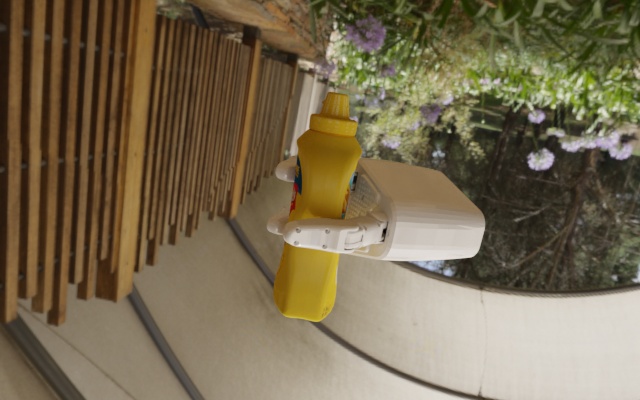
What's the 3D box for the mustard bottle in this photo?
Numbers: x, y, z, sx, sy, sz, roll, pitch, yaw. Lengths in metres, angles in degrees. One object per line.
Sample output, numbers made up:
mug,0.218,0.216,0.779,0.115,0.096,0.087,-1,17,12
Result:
mustard bottle,0.000,0.002,0.425,0.058,0.192,0.096,10,13,0
